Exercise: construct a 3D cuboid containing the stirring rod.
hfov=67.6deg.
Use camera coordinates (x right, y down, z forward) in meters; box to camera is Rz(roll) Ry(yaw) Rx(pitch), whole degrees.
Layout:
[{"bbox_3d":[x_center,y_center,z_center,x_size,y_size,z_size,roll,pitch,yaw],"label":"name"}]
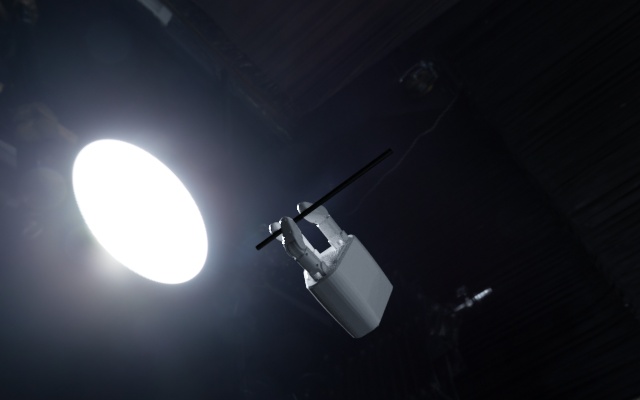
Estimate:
[{"bbox_3d":[0.000,0.002,0.659,0.239,0.011,0.011,-36,-13,18],"label":"stirring rod"}]
